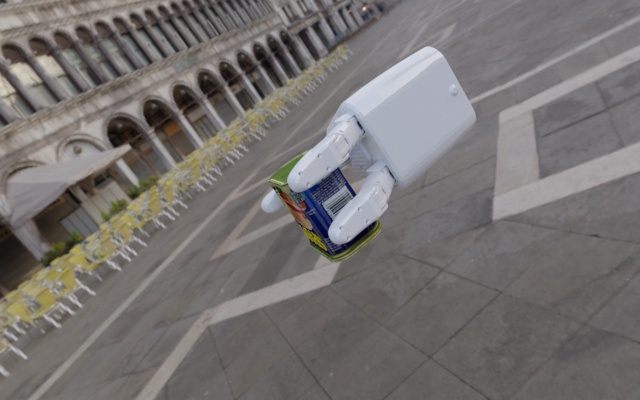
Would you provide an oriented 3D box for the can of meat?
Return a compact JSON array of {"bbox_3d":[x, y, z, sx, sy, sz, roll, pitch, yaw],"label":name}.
[{"bbox_3d":[0.000,0.001,0.446,0.057,0.084,0.102,-37,15,-10],"label":"can of meat"}]
